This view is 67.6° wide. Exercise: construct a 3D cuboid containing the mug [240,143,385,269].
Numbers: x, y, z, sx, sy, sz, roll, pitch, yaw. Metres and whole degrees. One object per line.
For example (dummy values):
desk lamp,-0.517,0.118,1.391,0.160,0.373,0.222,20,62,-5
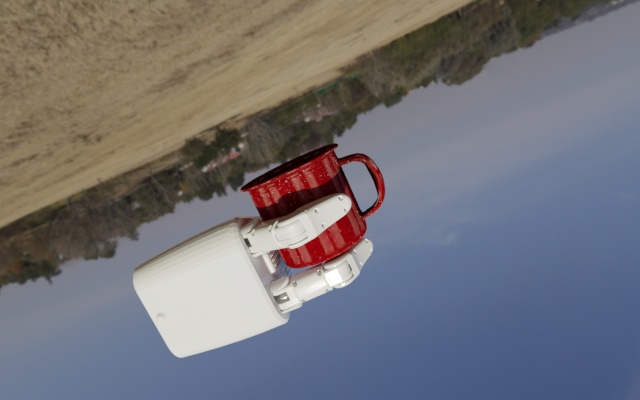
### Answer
mug,0.001,0.001,0.416,0.117,0.081,0.093,-23,11,13
